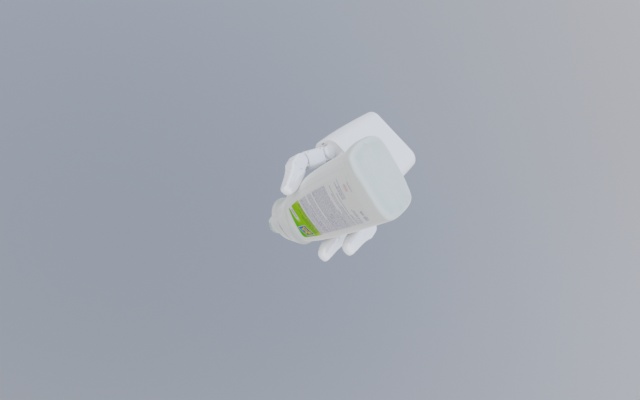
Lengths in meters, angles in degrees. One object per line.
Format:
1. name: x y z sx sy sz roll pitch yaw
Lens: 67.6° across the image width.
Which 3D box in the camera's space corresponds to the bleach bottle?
1. bleach bottle: 0.000 0.002 0.640 0.068 0.102 0.251 -37 10 -37
